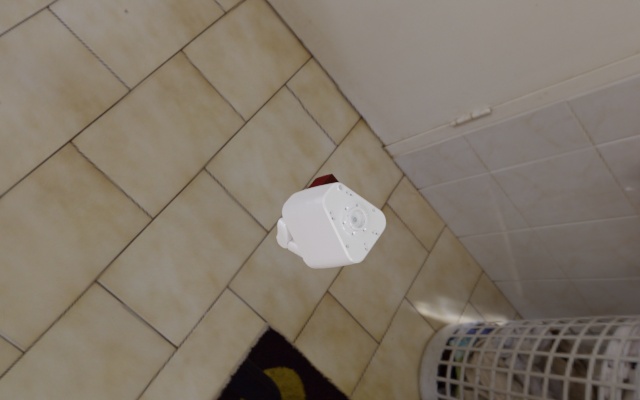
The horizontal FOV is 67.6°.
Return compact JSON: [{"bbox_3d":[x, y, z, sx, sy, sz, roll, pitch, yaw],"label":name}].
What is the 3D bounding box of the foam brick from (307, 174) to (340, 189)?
[{"bbox_3d":[0.000,0.002,0.780,0.051,0.053,0.078,-15,30,55],"label":"foam brick"}]
